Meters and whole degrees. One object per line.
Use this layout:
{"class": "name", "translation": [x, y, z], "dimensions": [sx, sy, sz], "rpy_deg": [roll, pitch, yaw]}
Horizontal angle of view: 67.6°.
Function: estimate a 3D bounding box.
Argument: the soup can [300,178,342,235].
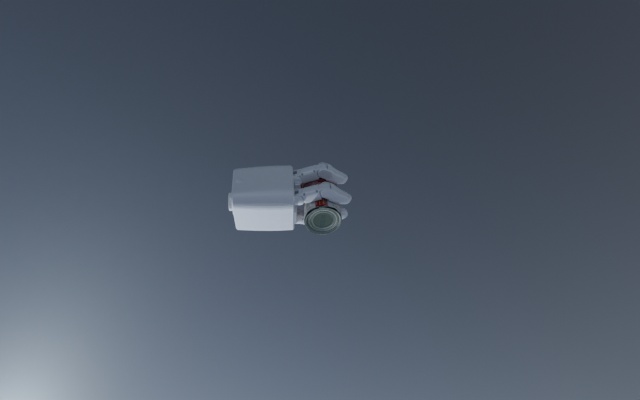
{"class": "soup can", "translation": [0.001, 0.003, 0.861], "dimensions": [0.068, 0.069, 0.102], "rpy_deg": [0, 41, -7]}
